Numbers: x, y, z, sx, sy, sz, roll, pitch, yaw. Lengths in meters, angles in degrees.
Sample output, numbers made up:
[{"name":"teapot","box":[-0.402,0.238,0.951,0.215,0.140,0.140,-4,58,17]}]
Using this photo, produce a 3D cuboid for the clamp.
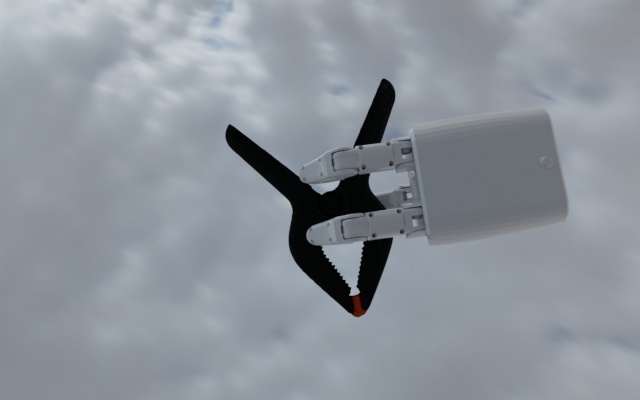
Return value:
[{"name":"clamp","box":[0.000,0.002,0.437,0.164,0.210,0.036,-9,-9,8]}]
